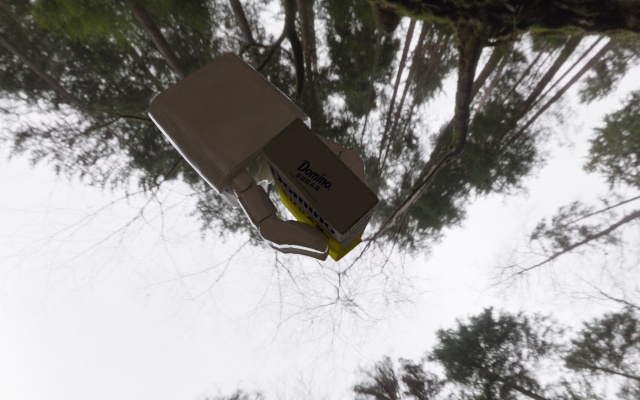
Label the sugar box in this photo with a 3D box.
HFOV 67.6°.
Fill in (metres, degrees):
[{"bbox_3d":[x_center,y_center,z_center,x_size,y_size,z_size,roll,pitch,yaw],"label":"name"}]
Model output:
[{"bbox_3d":[0.000,0.002,0.437,0.048,0.093,0.176,-42,-11,-6],"label":"sugar box"}]
